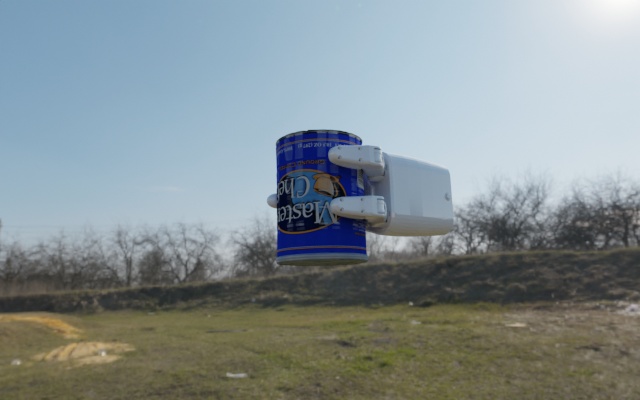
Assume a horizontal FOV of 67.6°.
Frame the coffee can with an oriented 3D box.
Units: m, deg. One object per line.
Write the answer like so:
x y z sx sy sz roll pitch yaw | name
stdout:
0.000 0.002 0.547 0.103 0.140 0.103 -1 -11 0 | coffee can
